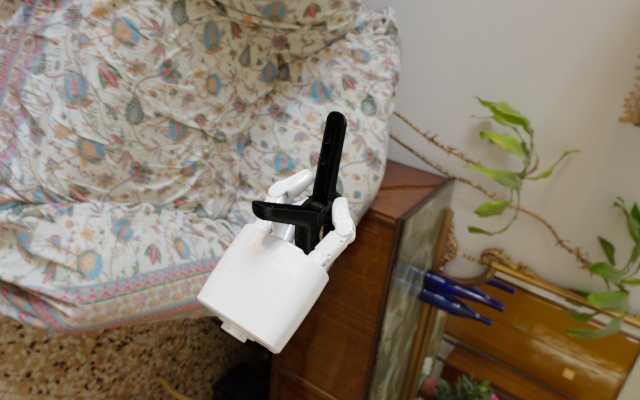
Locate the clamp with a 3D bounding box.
[{"bbox_3d":[0.001,0.003,0.602,0.036,0.164,0.210,24,-23,29],"label":"clamp"}]
